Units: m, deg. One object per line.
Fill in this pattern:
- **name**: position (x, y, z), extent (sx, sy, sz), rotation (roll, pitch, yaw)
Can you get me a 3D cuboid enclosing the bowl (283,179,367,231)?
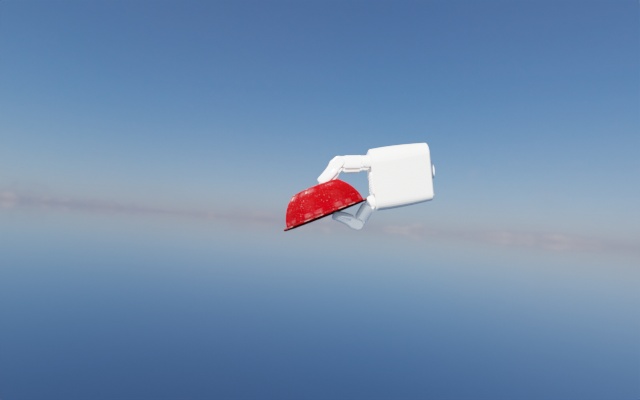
- **bowl**: position (-0.001, 0.003, 0.861), extent (0.162, 0.055, 0.162), rotation (-21, -3, -1)
